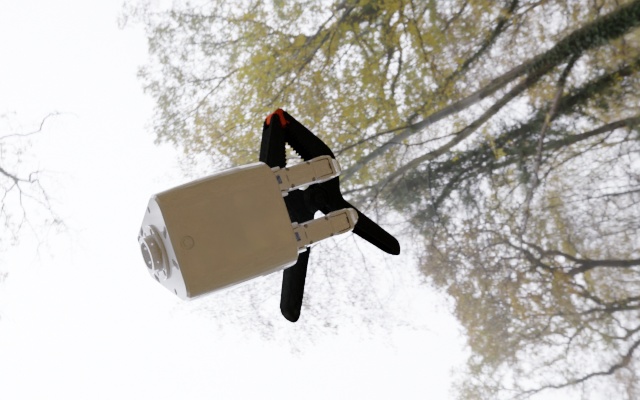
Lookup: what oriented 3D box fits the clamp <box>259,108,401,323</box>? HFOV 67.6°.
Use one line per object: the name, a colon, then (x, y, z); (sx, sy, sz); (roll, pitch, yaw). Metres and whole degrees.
clamp: (-0.001, 0.001, 0.512); (0.164, 0.210, 0.036); (-18, 1, -34)
